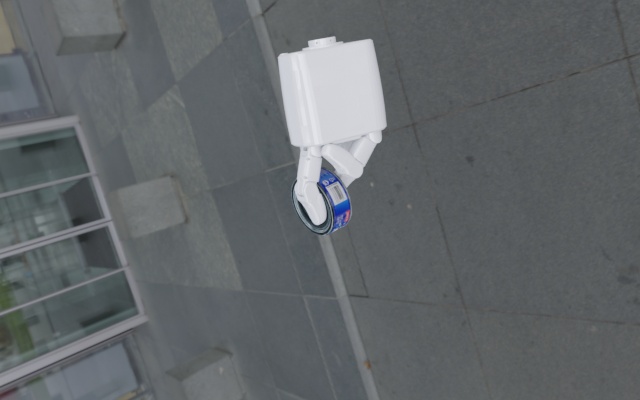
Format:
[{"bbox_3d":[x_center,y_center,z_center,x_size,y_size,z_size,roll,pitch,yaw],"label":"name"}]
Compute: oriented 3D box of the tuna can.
[{"bbox_3d":[0.000,0.002,0.624,0.033,0.086,0.086,-27,16,-34],"label":"tuna can"}]
